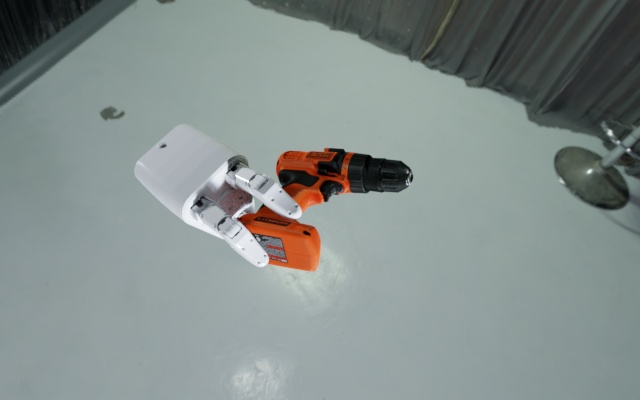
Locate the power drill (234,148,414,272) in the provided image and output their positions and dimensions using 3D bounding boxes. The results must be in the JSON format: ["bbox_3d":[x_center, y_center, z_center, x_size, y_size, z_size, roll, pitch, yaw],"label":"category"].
[{"bbox_3d":[0.000,0.002,0.566,0.184,0.057,0.187,5,35,27],"label":"power drill"}]
